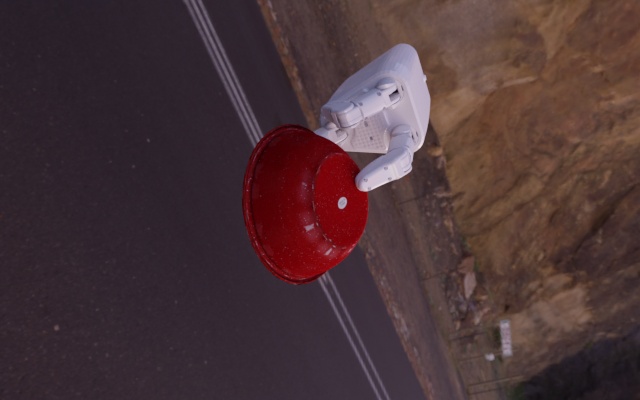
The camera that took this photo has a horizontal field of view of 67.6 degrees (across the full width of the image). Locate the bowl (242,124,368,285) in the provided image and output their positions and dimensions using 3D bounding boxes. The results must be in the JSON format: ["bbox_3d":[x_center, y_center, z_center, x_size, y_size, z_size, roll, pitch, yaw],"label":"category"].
[{"bbox_3d":[0.000,0.003,0.468,0.055,0.162,0.162,-5,-3,38],"label":"bowl"}]
